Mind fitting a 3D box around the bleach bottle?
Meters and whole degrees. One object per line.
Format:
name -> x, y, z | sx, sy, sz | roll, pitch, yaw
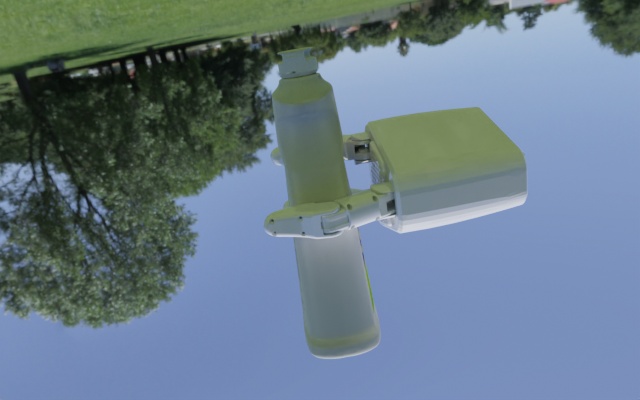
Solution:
bleach bottle -> 0.000, 0.001, 0.408 | 0.068, 0.251, 0.102 | -10, 20, -1
